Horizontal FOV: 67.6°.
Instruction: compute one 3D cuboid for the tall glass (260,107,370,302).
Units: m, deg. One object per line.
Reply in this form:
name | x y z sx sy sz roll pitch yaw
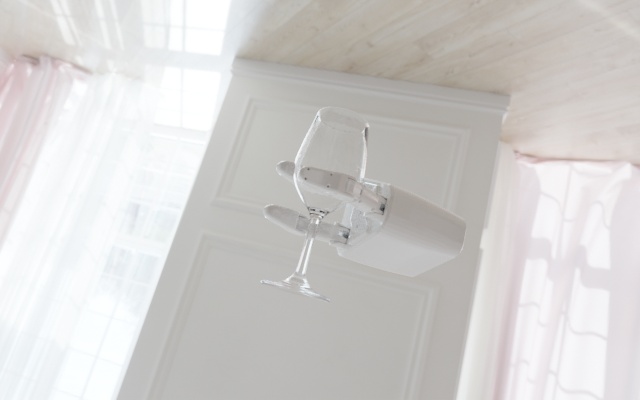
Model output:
tall glass | 0.000 0.002 0.515 0.079 0.201 0.079 14 -15 4
